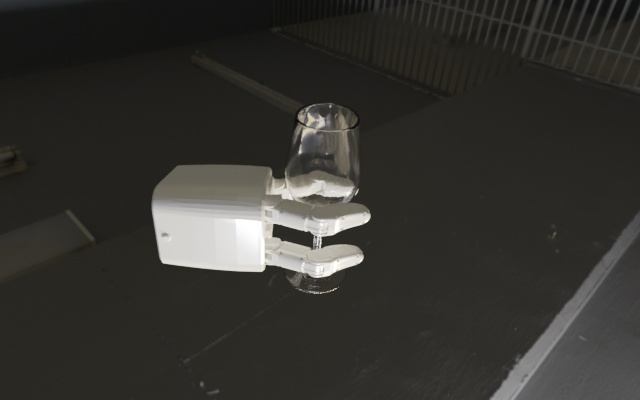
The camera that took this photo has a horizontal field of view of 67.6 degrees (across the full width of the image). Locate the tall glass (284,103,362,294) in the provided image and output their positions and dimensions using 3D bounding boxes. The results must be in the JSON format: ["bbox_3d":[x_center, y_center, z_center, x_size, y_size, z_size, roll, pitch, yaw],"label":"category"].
[{"bbox_3d":[0.000,0.002,0.507,0.079,0.201,0.079,3,35,-2],"label":"tall glass"}]
